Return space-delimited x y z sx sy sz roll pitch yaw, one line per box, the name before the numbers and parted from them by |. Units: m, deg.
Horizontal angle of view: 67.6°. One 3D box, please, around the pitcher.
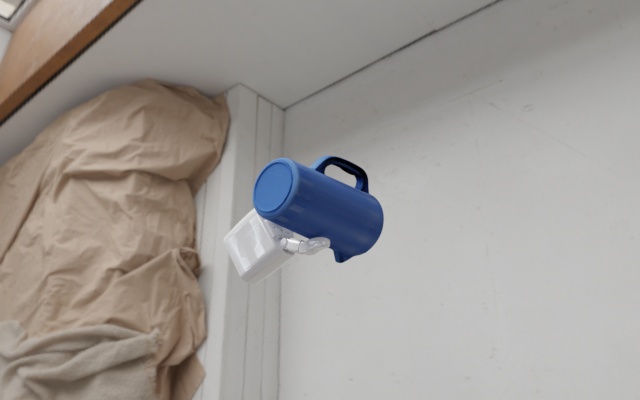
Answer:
pitcher | 0.000 0.003 0.870 0.145 0.149 0.243 -39 -39 23
